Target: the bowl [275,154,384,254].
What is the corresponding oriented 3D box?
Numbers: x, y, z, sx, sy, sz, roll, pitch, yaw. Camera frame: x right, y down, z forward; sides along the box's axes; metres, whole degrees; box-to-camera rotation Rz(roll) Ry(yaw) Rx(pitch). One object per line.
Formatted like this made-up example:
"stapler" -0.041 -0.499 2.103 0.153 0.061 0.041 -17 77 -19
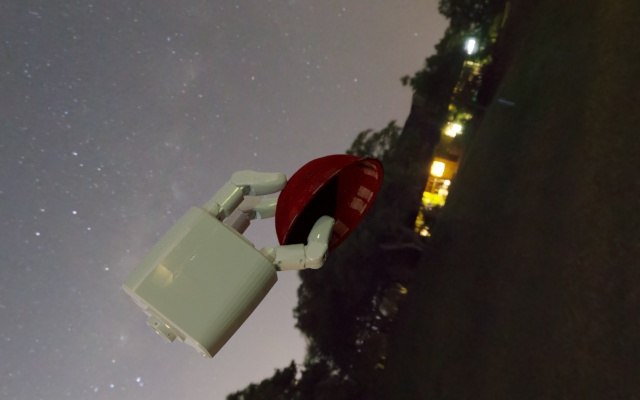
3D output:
"bowl" 0.001 0.001 0.562 0.055 0.162 0.162 42 21 25
